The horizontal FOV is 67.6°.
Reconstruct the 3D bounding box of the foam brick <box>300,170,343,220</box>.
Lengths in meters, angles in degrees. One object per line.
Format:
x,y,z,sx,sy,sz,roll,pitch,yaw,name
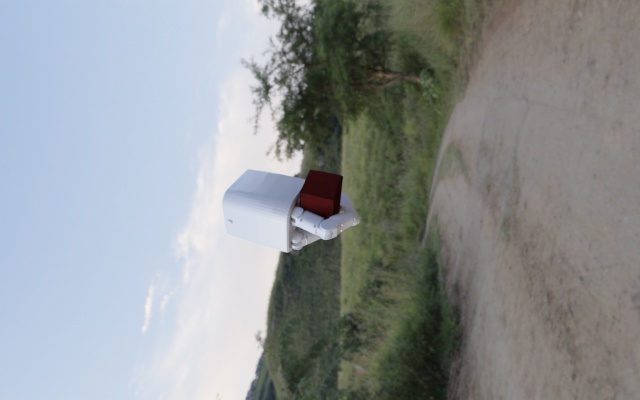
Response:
0.000,0.002,0.707,0.051,0.078,0.053,14,46,10,foam brick
